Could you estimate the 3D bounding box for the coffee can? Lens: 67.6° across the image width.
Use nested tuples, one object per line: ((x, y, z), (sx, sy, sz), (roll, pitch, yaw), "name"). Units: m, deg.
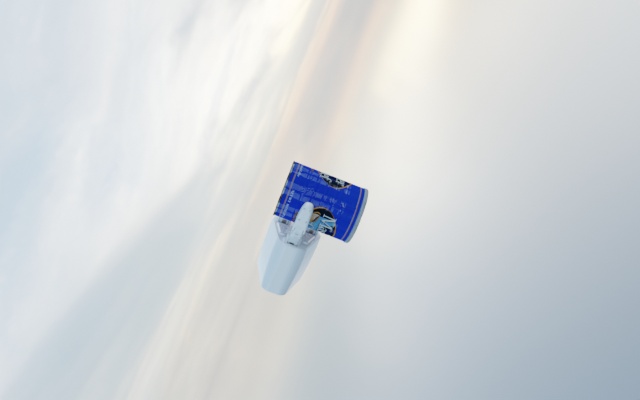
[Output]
((0.000, 0.003, 0.838), (0.140, 0.103, 0.103), (21, -2, -4), "coffee can")
